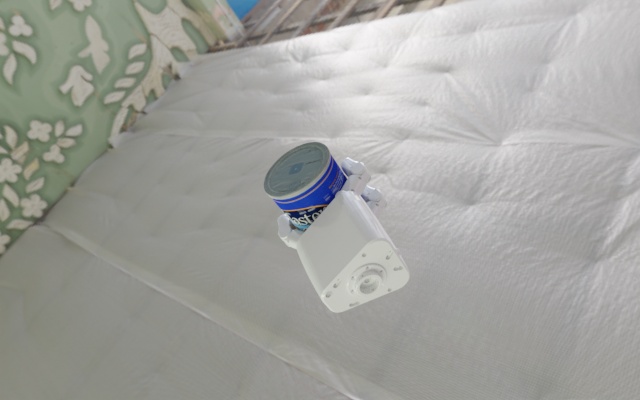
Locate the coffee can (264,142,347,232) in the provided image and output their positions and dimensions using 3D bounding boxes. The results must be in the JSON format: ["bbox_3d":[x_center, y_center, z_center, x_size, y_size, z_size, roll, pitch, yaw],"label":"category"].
[{"bbox_3d":[0.000,0.002,0.680,0.103,0.102,0.140,0,-41,40],"label":"coffee can"}]
